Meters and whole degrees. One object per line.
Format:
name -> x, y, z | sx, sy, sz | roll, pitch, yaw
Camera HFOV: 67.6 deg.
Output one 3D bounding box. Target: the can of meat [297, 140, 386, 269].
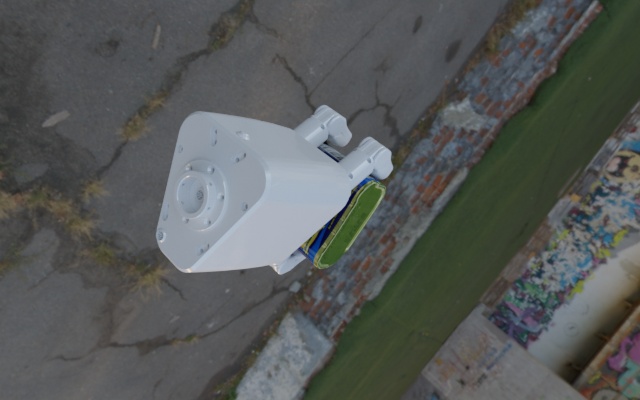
can of meat -> 0.000, 0.002, 0.455 | 0.084, 0.102, 0.057 | 39, 15, 25
